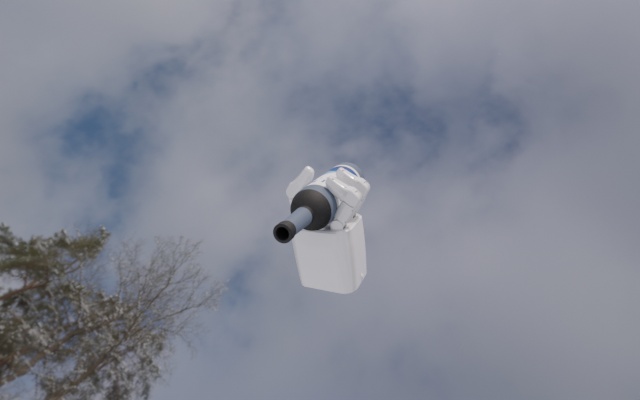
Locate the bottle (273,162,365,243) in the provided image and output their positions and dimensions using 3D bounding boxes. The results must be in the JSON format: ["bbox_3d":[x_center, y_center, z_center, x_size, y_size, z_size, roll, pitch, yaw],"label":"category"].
[{"bbox_3d":[0.000,0.002,0.749,0.069,0.069,0.295,0,16,21],"label":"bottle"}]
